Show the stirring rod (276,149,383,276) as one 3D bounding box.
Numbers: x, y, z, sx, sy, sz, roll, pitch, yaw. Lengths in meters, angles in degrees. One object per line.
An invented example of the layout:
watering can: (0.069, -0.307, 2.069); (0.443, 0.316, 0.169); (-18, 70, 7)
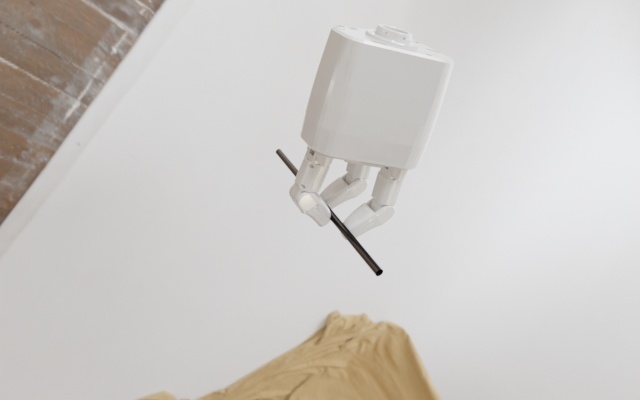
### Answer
stirring rod: (0.000, 0.002, 0.518); (0.011, 0.011, 0.239); (0, 32, -31)
